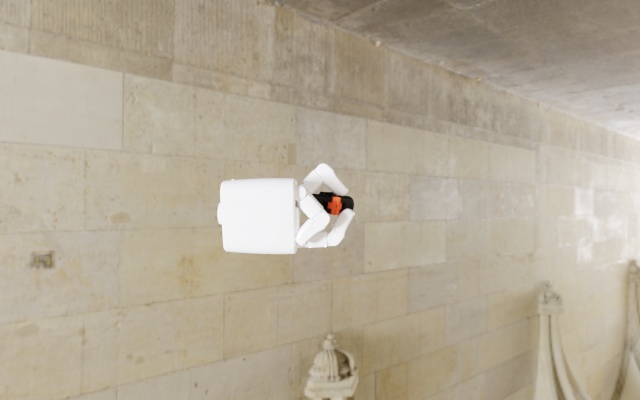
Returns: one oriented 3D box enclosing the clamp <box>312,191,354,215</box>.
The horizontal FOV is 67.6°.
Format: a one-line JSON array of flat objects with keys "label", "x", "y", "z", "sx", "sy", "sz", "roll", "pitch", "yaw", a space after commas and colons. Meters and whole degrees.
[{"label": "clamp", "x": 0.000, "y": 0.003, "z": 0.788, "sx": 0.120, "sy": 0.039, "sz": 0.171, "roll": -1, "pitch": 0, "yaw": 0}]
